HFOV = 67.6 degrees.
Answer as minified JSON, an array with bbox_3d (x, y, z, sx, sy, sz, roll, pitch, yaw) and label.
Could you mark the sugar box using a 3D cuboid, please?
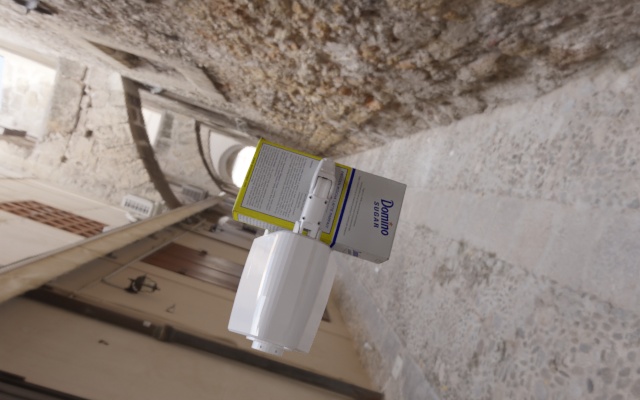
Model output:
[{"bbox_3d":[0.000,0.002,0.538,0.176,0.093,0.048,19,-18,-5],"label":"sugar box"}]
